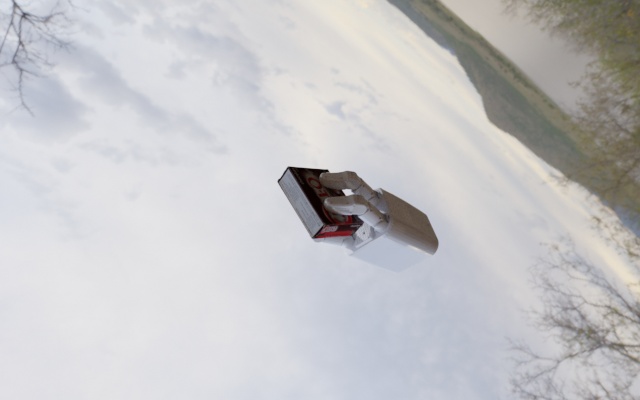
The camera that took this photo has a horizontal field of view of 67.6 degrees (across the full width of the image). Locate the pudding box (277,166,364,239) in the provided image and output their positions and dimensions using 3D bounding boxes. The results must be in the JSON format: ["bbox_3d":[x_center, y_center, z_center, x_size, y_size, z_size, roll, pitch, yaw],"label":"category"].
[{"bbox_3d":[0.000,0.002,0.705,0.090,0.113,0.039,1,-44,-49],"label":"pudding box"}]
